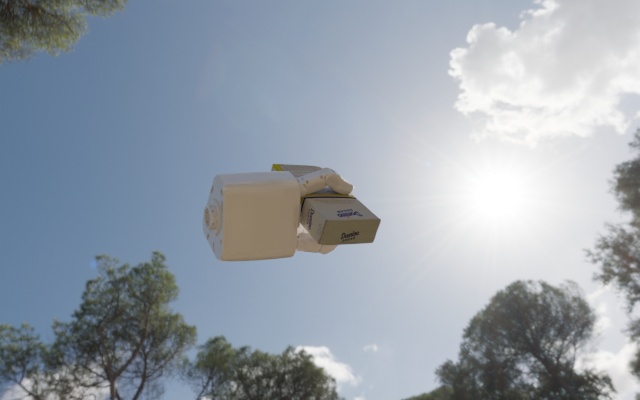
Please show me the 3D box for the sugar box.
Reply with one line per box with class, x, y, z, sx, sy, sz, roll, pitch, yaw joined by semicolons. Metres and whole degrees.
sugar box;0.000;0.003;0.700;0.093;0.048;0.176;1;30;-31
